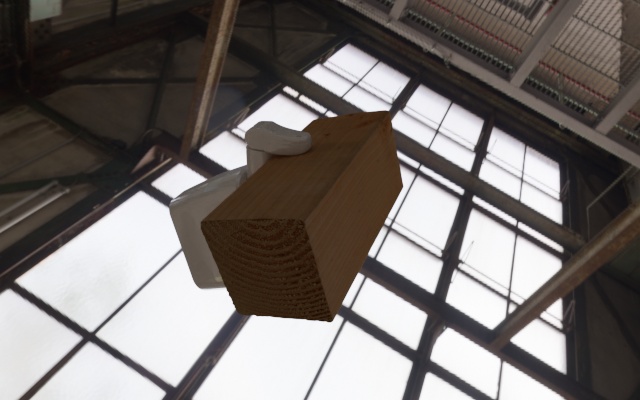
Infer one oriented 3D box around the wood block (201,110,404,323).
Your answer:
[{"bbox_3d":[0.000,0.001,0.425,0.090,0.091,0.206,-2,29,27],"label":"wood block"}]
